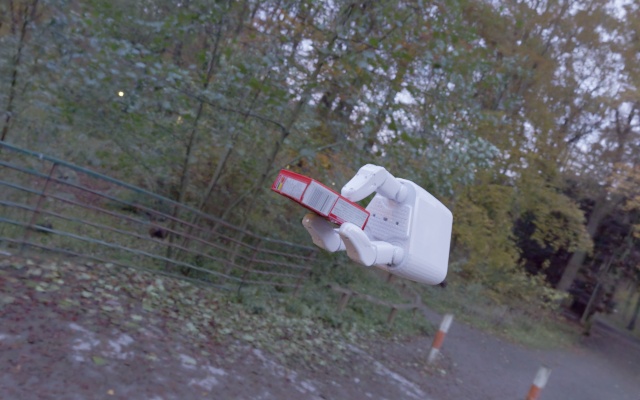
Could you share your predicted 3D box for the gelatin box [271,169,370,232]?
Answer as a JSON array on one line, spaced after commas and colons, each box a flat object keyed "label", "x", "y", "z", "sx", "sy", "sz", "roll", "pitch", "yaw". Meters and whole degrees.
[{"label": "gelatin box", "x": 0.000, "y": 0.001, "z": 0.524, "sx": 0.089, "sy": 0.030, "sz": 0.073, "roll": 29, "pitch": -3, "yaw": -32}]
